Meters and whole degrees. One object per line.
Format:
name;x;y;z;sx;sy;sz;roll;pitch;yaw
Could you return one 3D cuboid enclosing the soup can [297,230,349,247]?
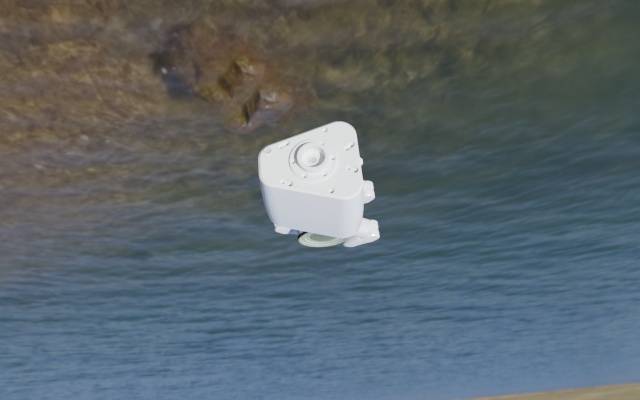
soup can;0.000;0.003;0.624;0.068;0.102;0.068;-5;-24;-2
